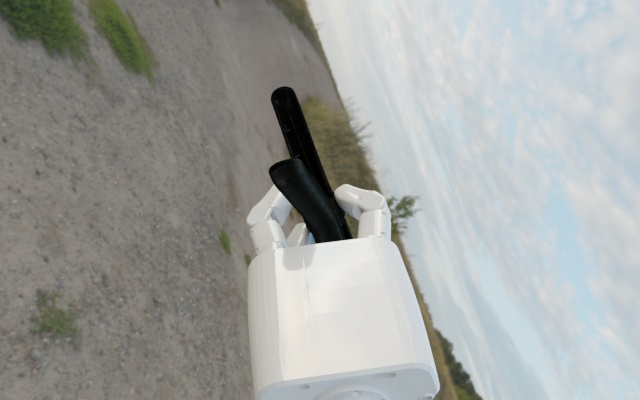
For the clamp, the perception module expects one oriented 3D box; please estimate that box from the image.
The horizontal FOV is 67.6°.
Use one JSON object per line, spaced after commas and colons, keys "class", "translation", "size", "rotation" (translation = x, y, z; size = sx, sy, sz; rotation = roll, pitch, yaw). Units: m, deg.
{"class": "clamp", "translation": [0.001, 0.002, 0.449], "size": [0.036, 0.210, 0.164], "rotation": [-19, 39, 8]}
